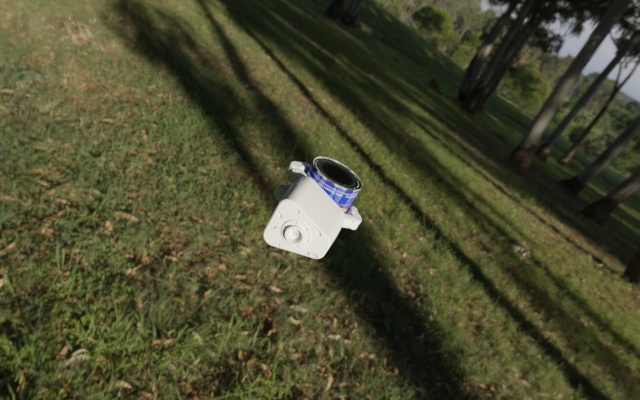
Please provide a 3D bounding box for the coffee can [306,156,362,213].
[{"bbox_3d":[0.000,0.003,0.900,0.103,0.140,0.102,24,27,-13],"label":"coffee can"}]
